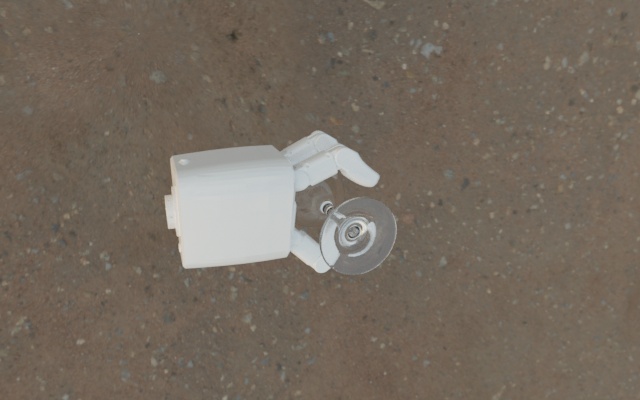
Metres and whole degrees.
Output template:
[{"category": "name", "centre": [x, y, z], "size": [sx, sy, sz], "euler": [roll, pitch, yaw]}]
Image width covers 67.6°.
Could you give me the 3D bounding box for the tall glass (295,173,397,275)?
[{"category": "tall glass", "centre": [0.000, 0.002, 0.508], "size": [0.079, 0.079, 0.201], "euler": [0, 18, -21]}]
